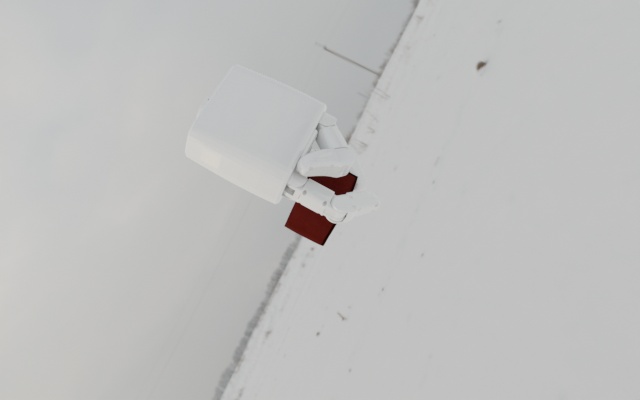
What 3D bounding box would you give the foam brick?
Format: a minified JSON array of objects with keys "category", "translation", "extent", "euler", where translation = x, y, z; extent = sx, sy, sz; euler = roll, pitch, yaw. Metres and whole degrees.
[{"category":"foam brick","translation":[0.000,0.002,0.535],"extent":[0.051,0.053,0.078],"euler":[25,-44,-2]}]
